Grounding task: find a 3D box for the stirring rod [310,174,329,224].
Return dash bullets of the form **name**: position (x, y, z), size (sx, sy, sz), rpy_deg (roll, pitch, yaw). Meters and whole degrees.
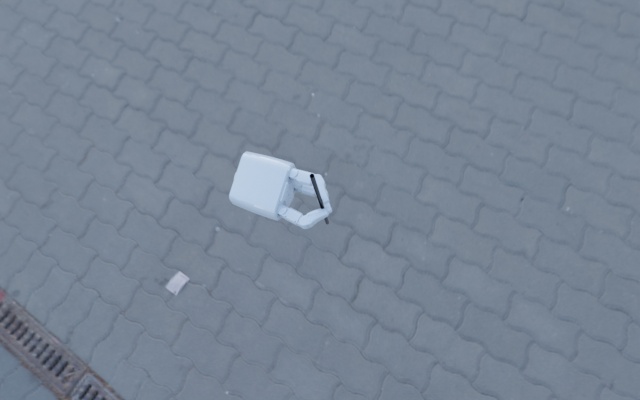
- **stirring rod**: position (0.000, 0.003, 0.899), size (0.011, 0.011, 0.240), rpy_deg (0, -21, 7)
